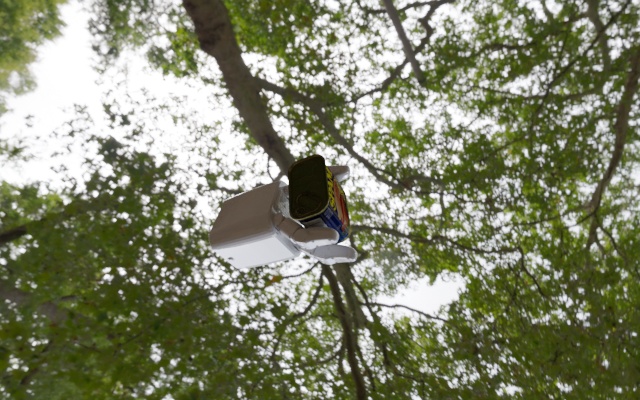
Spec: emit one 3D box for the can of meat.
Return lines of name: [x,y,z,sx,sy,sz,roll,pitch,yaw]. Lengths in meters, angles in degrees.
can of meat: [0.000,0.002,0.659,0.057,0.102,0.084,-19,-40,17]
